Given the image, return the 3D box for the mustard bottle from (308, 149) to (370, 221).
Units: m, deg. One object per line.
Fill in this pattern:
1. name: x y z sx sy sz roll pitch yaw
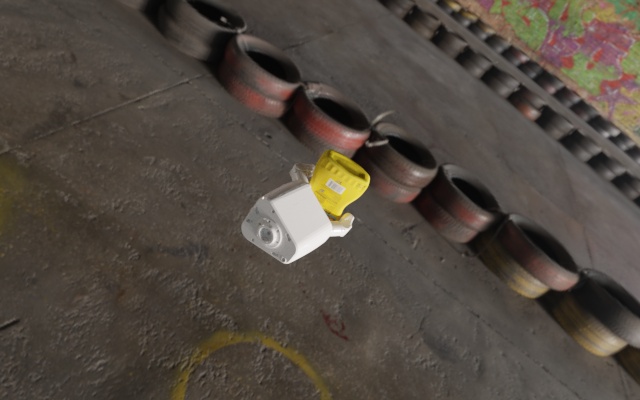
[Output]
1. mustard bottle: 0.000 0.003 0.879 0.096 0.192 0.058 32 33 -9
